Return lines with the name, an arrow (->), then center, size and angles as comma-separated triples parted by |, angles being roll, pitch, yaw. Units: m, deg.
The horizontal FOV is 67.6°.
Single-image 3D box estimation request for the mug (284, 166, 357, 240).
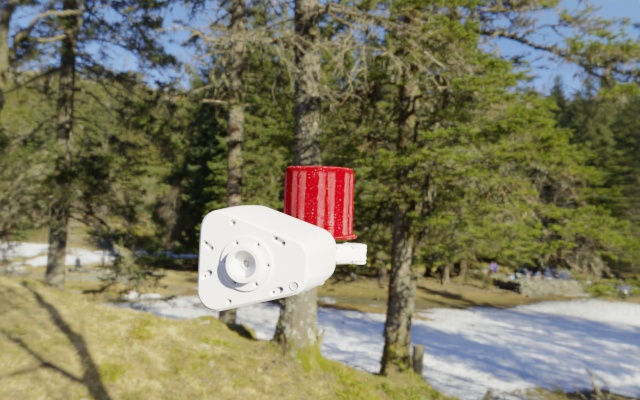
mug -> 0.000, 0.002, 0.577 | 0.093, 0.081, 0.117 | 2, 1, 11
